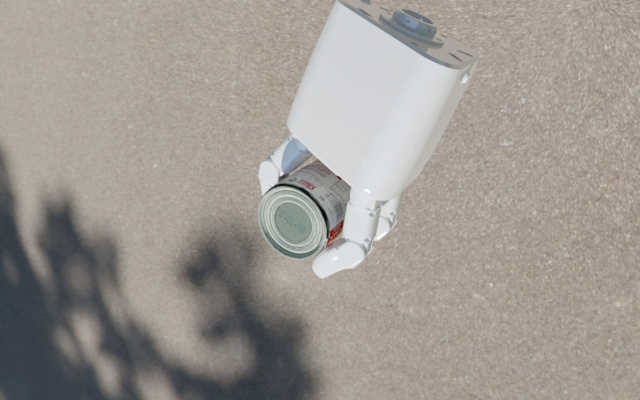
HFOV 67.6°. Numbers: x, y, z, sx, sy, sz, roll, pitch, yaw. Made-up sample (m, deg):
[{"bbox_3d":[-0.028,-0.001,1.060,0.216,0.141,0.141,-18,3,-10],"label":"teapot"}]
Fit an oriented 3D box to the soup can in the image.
[{"bbox_3d":[0.000,0.002,0.422,0.068,0.068,0.102,0,20,30],"label":"soup can"}]
